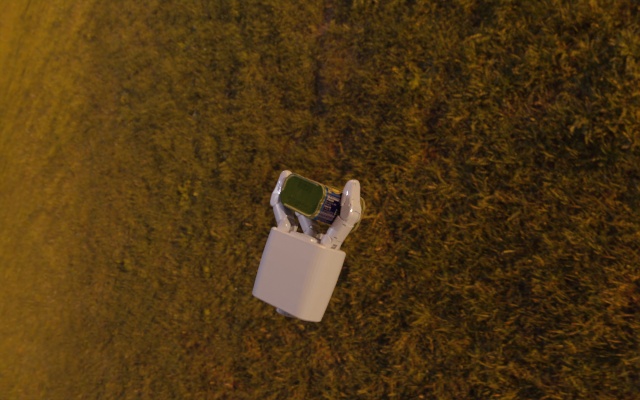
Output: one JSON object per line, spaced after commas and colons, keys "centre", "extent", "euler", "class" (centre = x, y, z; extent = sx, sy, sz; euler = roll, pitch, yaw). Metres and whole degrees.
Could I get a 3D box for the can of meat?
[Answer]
{"centre": [0.000, 0.002, 0.708], "extent": [0.084, 0.057, 0.102], "euler": [19, 3, -41], "class": "can of meat"}
